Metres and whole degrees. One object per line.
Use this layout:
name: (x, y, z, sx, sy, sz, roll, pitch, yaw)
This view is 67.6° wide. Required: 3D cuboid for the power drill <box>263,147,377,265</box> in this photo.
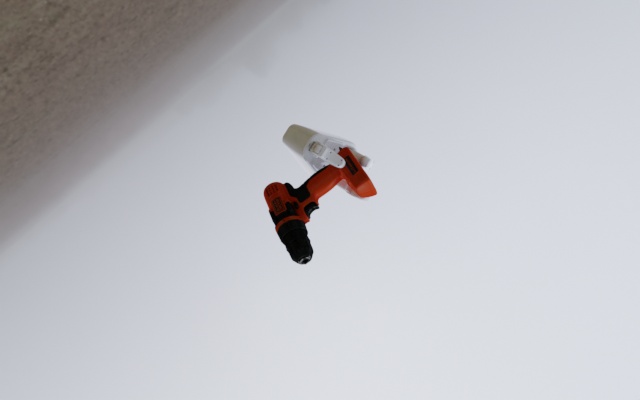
power drill: (0.000, 0.002, 0.834, 0.187, 0.184, 0.057, -30, -39, 3)
